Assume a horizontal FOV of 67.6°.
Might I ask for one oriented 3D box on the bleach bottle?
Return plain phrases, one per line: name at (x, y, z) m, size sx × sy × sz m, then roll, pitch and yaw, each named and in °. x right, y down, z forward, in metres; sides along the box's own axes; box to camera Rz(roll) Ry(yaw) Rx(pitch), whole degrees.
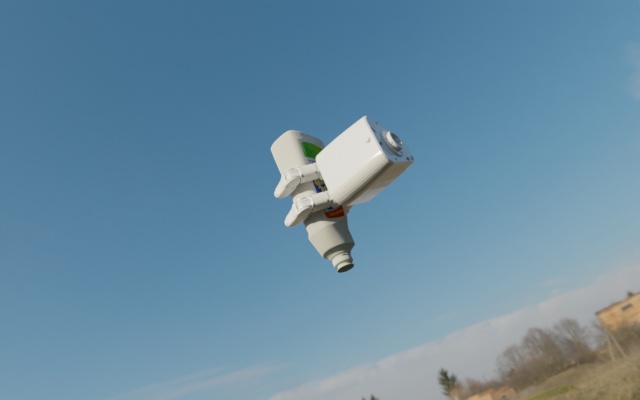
bleach bottle at (0.000, 0.003, 0.787) m, size 0.068 × 0.250 × 0.102 m, roll -39°, pitch -32°, yaw 27°
